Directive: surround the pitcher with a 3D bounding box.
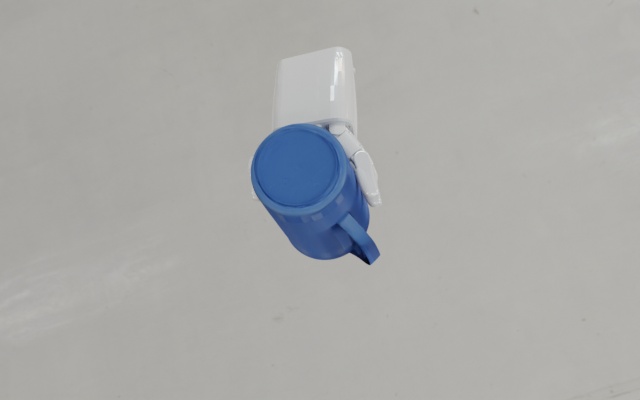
[{"bbox_3d":[0.000,0.002,0.620,0.149,0.145,0.243,-1,-15,8],"label":"pitcher"}]
